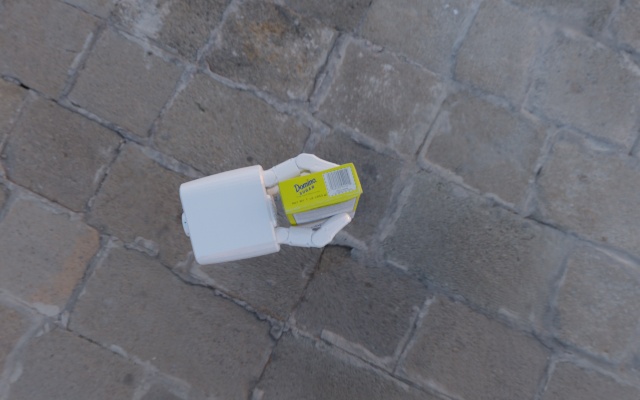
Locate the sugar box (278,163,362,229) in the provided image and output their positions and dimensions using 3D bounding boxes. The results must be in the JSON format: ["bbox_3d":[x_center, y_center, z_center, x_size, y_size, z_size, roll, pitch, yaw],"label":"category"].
[{"bbox_3d":[0.000,0.002,0.631,0.093,0.048,0.176,-14,-8,-3],"label":"sugar box"}]
